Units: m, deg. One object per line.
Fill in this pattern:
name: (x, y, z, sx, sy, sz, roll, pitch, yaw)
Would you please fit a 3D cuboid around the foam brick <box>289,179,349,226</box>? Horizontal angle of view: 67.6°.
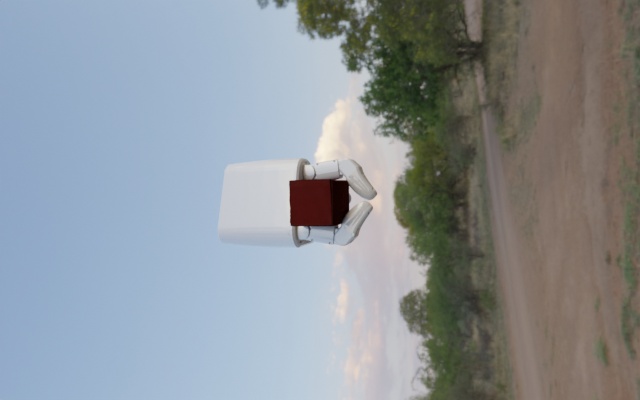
foam brick: (0.000, 0.002, 0.558, 0.051, 0.053, 0.078, 0, 1, 17)
